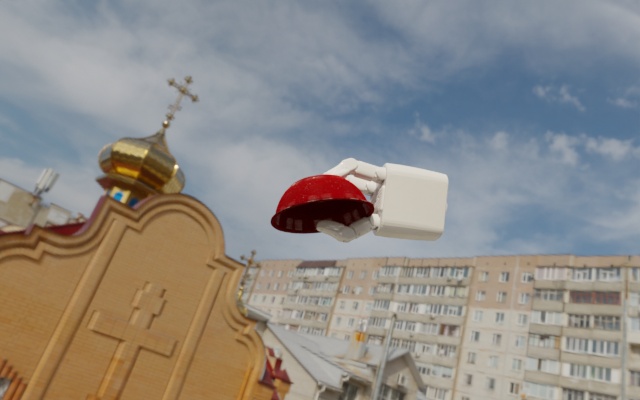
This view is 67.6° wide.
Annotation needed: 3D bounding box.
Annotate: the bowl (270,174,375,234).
[{"bbox_3d":[-0.001,0.002,0.742,0.162,0.055,0.162,-7,-20,-3],"label":"bowl"}]
